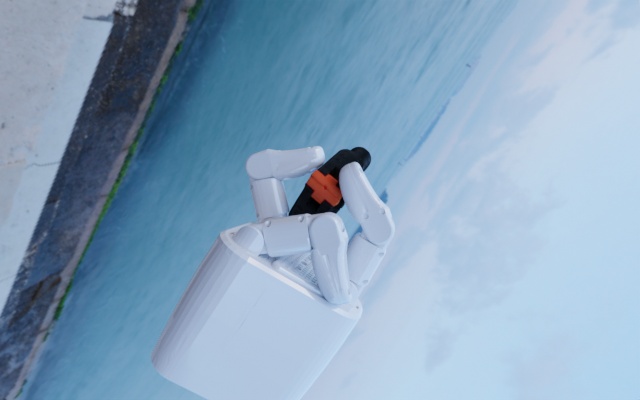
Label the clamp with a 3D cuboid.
[{"bbox_3d":[0.001,0.002,0.421,0.039,0.120,0.171,33,8,6],"label":"clamp"}]
